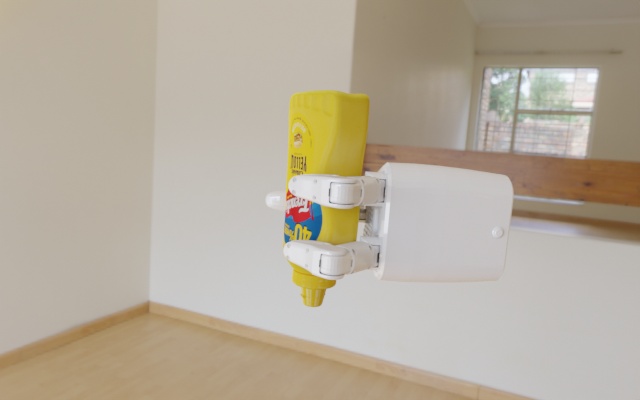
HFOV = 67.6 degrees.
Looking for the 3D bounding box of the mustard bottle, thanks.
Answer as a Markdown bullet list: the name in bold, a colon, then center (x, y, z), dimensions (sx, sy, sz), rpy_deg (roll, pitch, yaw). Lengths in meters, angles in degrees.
- **mustard bottle**: center (0.000, 0.001, 0.430), dimensions (0.058, 0.191, 0.096), rpy_deg (0, 8, -28)
